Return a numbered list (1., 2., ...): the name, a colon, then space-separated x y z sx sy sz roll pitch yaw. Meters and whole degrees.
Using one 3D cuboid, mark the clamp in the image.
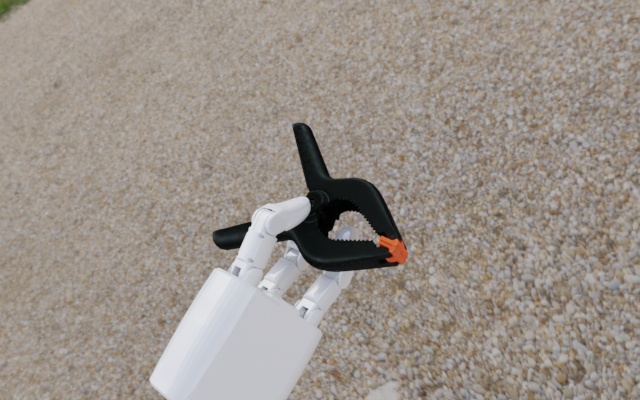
1. clamp: 0.000 0.001 0.467 0.210 0.164 0.036 17 -18 39
